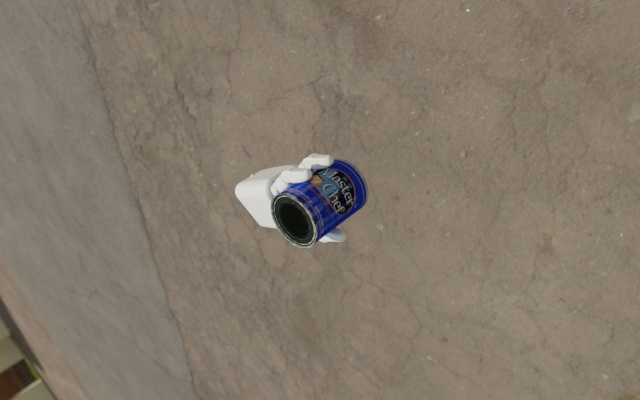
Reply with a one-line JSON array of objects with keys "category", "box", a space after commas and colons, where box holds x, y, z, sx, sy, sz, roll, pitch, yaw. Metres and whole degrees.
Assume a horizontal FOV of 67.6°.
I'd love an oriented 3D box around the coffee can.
[{"category": "coffee can", "box": [0.000, 0.003, 0.812, 0.103, 0.103, 0.140, 0, 27, 46]}]
